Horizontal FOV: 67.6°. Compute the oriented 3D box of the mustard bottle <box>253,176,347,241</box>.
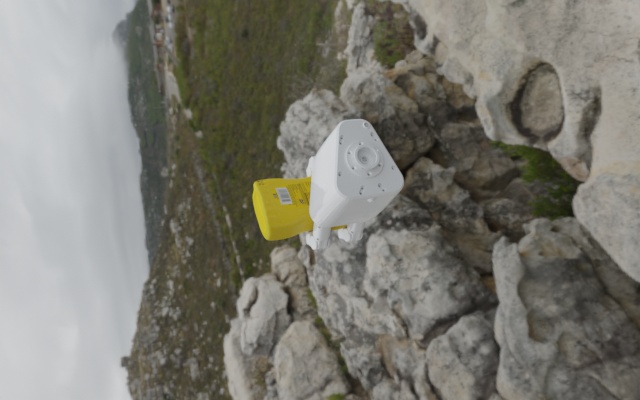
[{"bbox_3d":[0.000,0.003,0.721,0.191,0.096,0.058,-8,-42,-19],"label":"mustard bottle"}]
